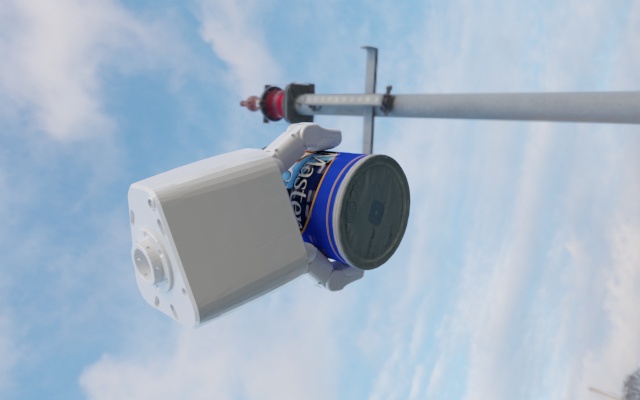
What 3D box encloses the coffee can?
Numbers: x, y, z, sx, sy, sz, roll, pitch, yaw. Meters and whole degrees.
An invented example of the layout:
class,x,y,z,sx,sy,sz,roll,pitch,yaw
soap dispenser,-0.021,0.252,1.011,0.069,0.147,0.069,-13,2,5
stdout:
class,x,y,z,sx,sy,sz,roll,pitch,yaw
coffee can,0.000,0.001,0.464,0.140,0.103,0.103,11,7,43
